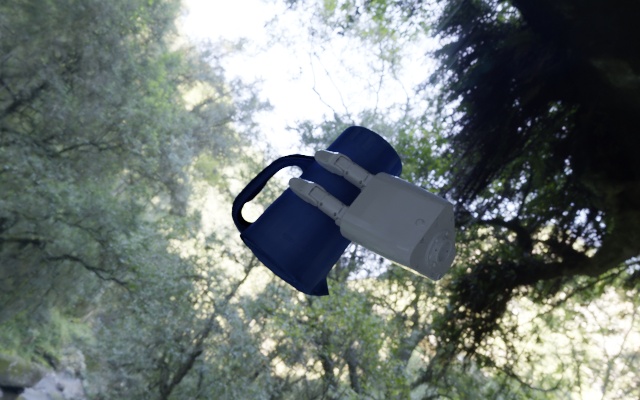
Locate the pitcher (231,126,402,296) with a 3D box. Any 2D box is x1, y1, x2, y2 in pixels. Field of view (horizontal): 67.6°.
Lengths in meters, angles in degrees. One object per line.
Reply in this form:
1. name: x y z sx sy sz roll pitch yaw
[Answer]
1. pitcher: 0.000 0.002 0.692 0.145 0.242 0.149 26 -21 43
